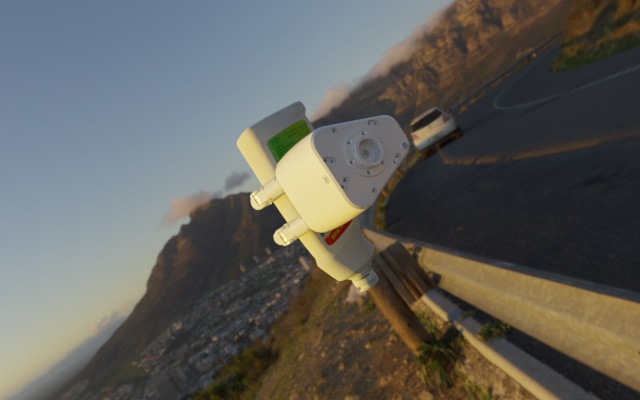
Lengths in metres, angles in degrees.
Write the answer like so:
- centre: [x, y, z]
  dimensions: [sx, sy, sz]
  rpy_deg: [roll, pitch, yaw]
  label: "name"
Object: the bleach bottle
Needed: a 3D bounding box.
- centre: [0.000, 0.002, 0.621]
  dimensions: [0.102, 0.251, 0.068]
  rpy_deg: [-34, 1, -27]
  label: "bleach bottle"
